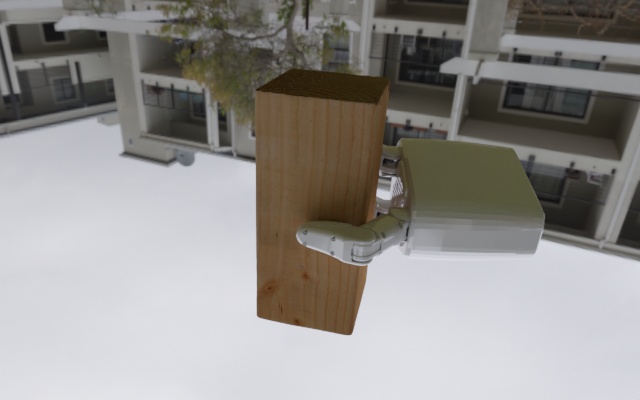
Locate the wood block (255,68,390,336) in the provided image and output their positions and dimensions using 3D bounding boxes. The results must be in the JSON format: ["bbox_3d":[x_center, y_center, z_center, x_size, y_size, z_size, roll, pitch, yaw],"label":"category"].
[{"bbox_3d":[0.000,0.002,0.413,0.090,0.206,0.090,9,26,11],"label":"wood block"}]
